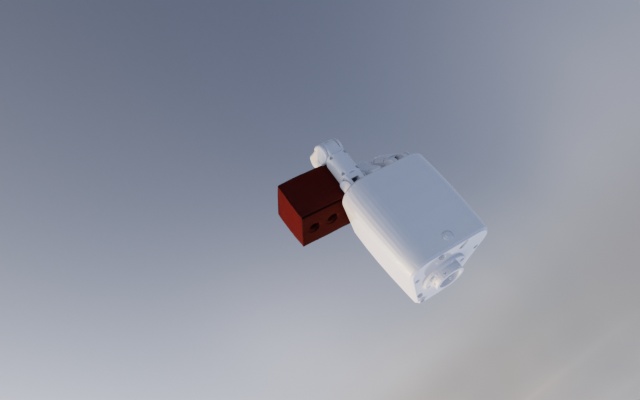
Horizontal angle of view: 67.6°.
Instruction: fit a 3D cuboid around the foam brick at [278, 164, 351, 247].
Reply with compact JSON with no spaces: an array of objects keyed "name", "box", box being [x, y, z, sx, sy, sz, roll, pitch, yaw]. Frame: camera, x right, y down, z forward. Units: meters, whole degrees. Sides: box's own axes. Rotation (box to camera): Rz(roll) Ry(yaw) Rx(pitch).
[{"name":"foam brick","box":[0.000,0.002,0.506,0.078,0.051,0.053,-26,-31,-19]}]
